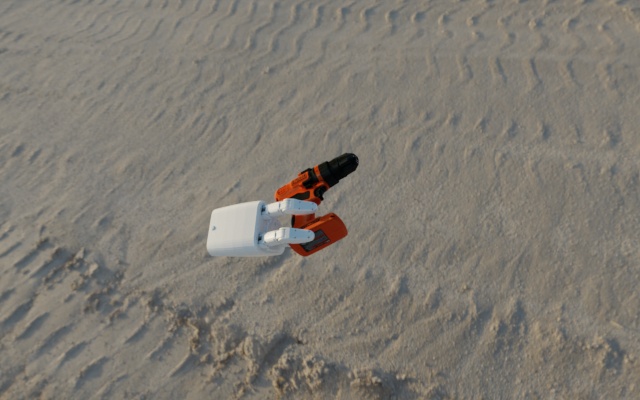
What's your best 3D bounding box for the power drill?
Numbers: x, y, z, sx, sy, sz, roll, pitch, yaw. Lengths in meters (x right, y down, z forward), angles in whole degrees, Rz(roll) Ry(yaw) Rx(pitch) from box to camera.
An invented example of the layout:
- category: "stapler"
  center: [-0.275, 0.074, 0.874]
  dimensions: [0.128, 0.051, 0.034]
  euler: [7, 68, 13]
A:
- category: "power drill"
  center: [0.000, 0.003, 0.887]
  dimensions: [0.184, 0.057, 0.187]
  euler: [-30, 34, 16]
